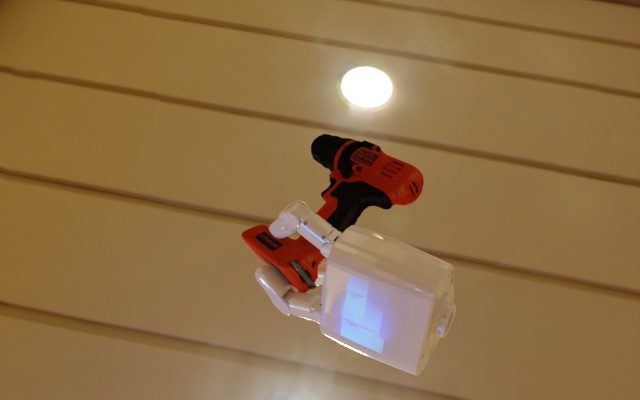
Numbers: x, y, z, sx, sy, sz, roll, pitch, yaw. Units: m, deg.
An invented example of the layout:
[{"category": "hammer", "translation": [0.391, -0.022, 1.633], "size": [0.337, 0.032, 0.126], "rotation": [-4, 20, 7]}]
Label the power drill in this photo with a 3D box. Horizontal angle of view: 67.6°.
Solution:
[{"category": "power drill", "translation": [0.000, 0.002, 0.558], "size": [0.184, 0.187, 0.057], "rotation": [29, -19, 50]}]
